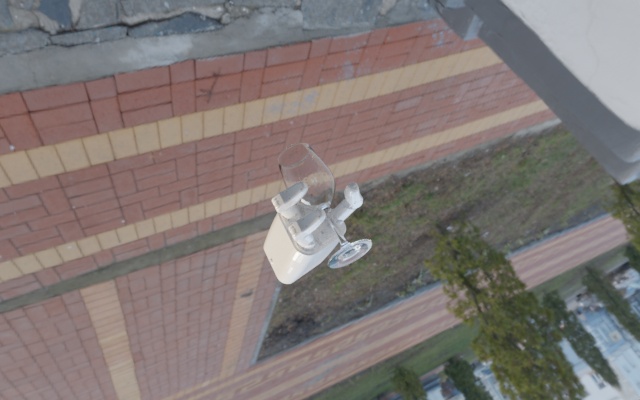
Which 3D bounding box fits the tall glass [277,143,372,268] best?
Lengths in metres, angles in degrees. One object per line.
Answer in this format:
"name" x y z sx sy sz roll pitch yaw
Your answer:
"tall glass" 0.001 0.003 0.749 0.079 0.201 0.079 -23 -26 -12
